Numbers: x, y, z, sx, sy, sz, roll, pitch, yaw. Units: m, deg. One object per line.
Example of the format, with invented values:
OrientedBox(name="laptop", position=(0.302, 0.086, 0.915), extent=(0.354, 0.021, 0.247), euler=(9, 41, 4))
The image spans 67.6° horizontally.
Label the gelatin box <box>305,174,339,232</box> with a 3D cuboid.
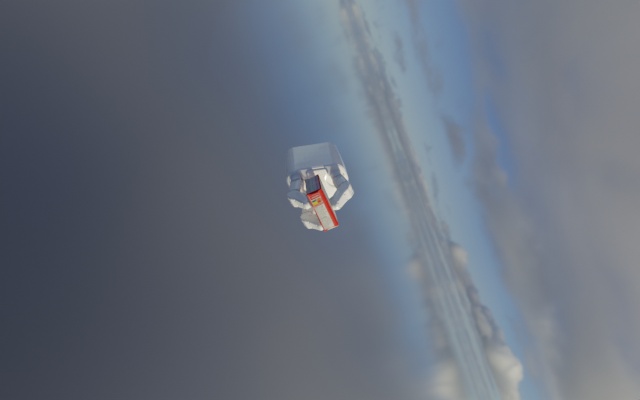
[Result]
OrientedBox(name="gelatin box", position=(0.001, 0.003, 0.826), extent=(0.030, 0.073, 0.089), euler=(-24, 19, 3))
